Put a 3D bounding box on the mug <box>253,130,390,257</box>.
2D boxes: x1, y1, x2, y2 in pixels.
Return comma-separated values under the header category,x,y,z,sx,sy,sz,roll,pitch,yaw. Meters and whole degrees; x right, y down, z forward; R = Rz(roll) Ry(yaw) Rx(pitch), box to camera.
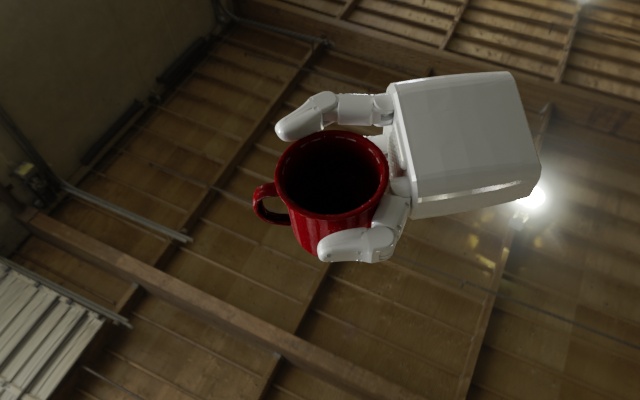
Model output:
category,x,y,z,sx,sy,sz,roll,pitch,yaw
mug,-0.001,0.002,0.417,0.117,0.093,0.082,-8,-35,0
